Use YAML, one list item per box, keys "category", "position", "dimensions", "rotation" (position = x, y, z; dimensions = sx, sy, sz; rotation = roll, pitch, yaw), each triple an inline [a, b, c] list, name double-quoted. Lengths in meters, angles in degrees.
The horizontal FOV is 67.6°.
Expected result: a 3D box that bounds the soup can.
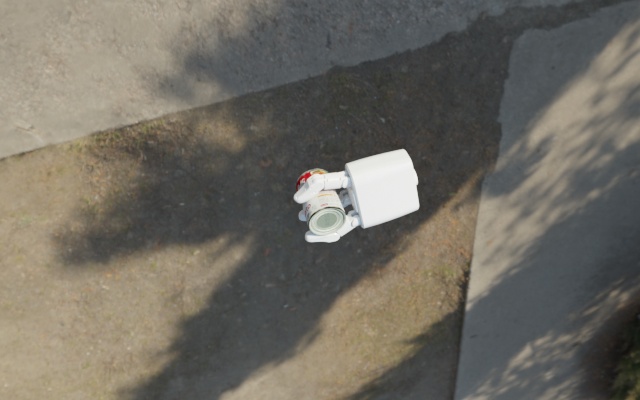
- category: "soup can"
  position: [0.000, 0.003, 0.832]
  dimensions: [0.068, 0.069, 0.102]
  rotation: [0, 42, -19]
